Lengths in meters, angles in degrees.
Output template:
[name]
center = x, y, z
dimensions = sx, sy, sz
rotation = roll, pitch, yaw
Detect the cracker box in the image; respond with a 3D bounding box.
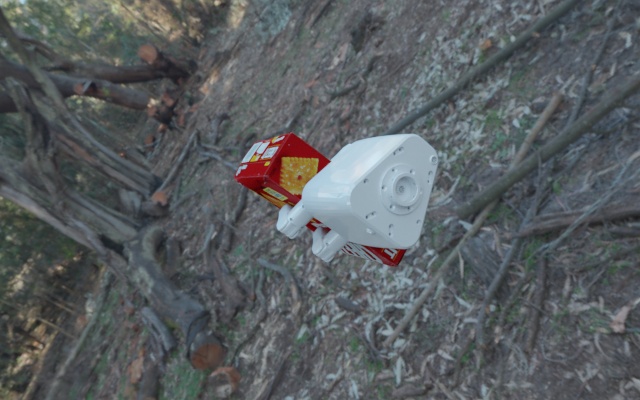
[cracker box]
center = 0.000, 0.002, 0.648
dimensions = 0.214, 0.072, 0.164
rotation = 36, -12, -21
